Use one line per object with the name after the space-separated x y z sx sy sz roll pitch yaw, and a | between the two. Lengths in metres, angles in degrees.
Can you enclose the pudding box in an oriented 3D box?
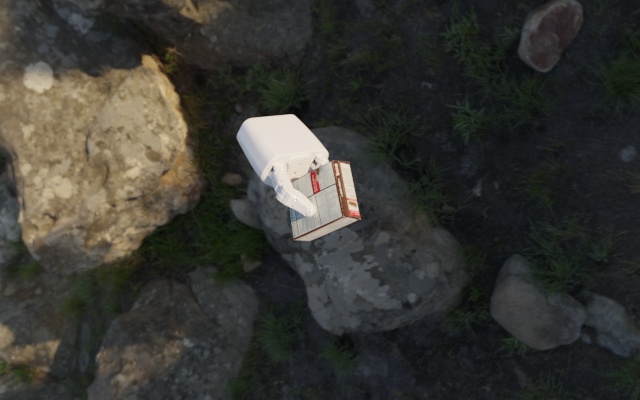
0.000 0.002 0.702 0.039 0.090 0.113 5 -23 -42 | pudding box
